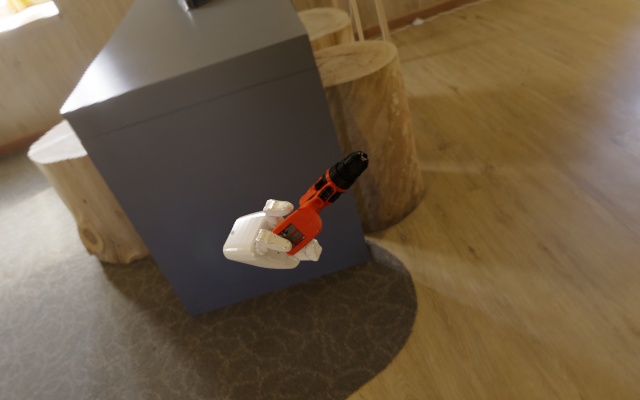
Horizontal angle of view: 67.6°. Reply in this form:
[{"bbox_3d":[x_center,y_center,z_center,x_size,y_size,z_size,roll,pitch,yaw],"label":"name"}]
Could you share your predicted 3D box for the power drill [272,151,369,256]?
[{"bbox_3d":[0.000,0.003,0.848,0.184,0.057,0.187,-44,4,39],"label":"power drill"}]
